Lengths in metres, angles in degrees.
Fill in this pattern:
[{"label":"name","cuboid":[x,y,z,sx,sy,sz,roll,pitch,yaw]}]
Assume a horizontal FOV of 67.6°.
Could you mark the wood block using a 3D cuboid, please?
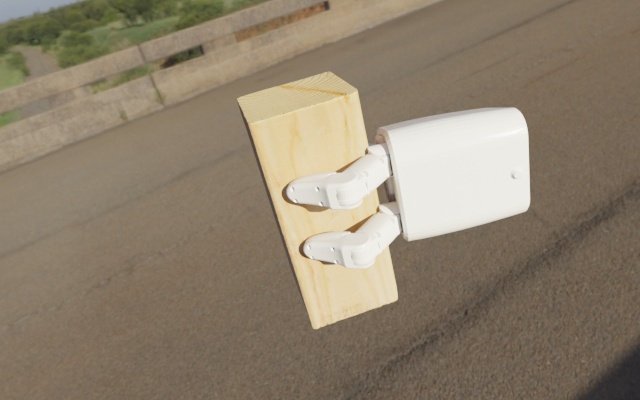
[{"label":"wood block","cuboid":[0.000,0.001,0.439,0.090,0.206,0.090,-18,27,-6]}]
